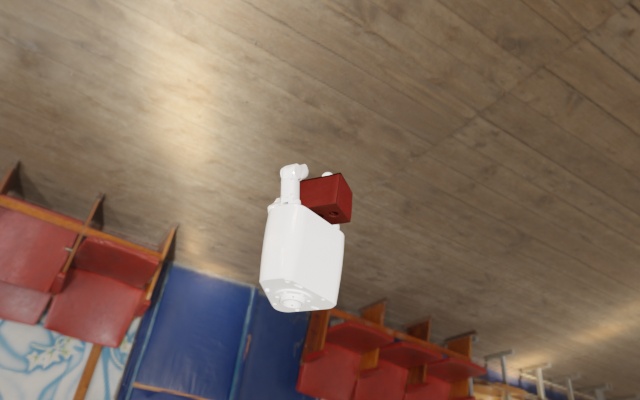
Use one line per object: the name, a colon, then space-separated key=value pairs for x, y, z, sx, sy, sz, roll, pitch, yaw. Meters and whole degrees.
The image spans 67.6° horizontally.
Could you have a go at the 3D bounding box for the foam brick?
foam brick: x=0.000 y=0.002 z=0.665 sx=0.078 sy=0.051 sz=0.053 roll=-10 pitch=-37 yaw=23
